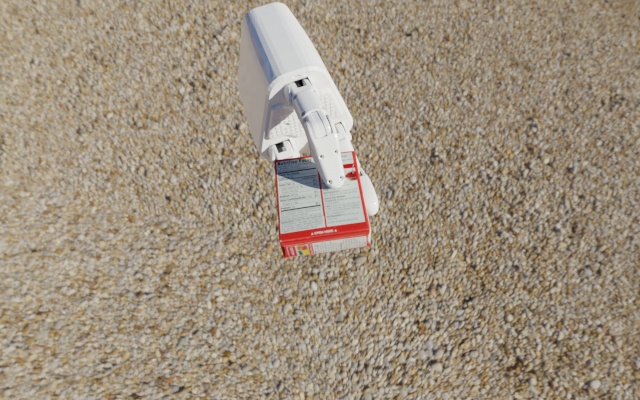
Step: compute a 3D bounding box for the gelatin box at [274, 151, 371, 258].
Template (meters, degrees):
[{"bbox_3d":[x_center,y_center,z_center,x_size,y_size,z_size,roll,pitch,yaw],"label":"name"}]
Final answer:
[{"bbox_3d":[0.000,0.001,0.409,0.073,0.089,0.030,-8,-37,0],"label":"gelatin box"}]
